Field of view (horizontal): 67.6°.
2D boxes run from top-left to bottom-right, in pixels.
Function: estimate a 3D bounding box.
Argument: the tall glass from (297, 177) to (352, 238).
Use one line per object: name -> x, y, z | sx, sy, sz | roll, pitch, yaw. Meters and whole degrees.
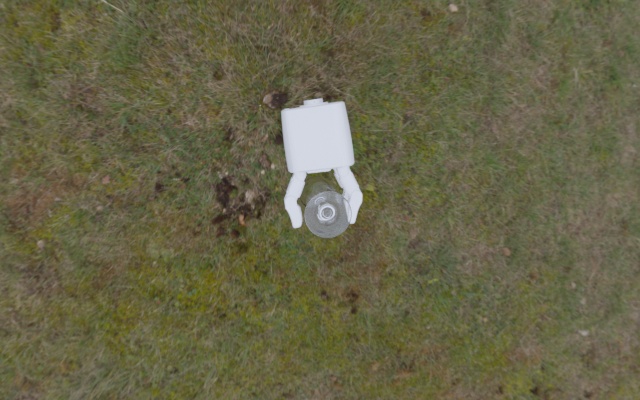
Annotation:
tall glass -> 0.000, 0.003, 0.840 | 0.079, 0.079, 0.201 | 0, 11, -7
